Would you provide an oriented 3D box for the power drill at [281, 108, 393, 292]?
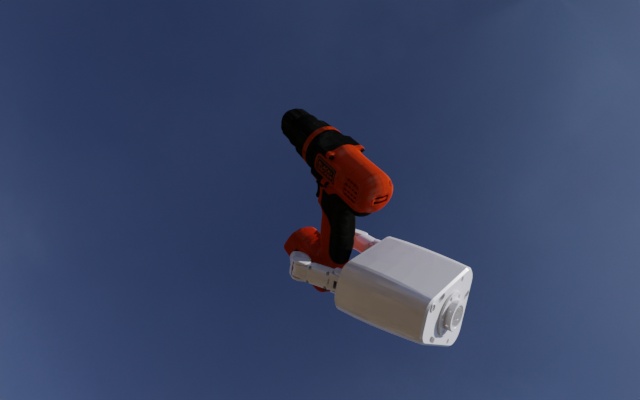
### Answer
[{"bbox_3d":[0.000,0.002,0.575,0.057,0.188,0.184,-16,43,-29],"label":"power drill"}]
